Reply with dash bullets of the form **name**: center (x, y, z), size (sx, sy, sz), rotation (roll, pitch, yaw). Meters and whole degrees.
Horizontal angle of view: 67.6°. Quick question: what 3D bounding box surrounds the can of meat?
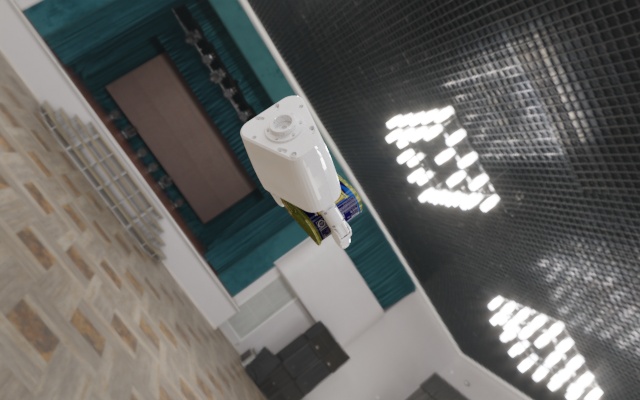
- **can of meat**: center (0.000, 0.002, 0.701), size (0.084, 0.057, 0.102), rotation (-36, 51, -11)
